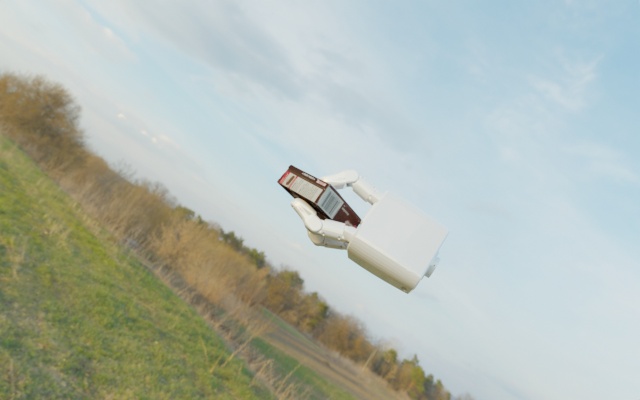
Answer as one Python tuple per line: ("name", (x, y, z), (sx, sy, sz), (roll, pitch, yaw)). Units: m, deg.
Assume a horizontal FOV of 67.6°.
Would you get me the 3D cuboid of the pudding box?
("pudding box", (0.000, 0.002, 0.712), (0.090, 0.039, 0.113), (28, -14, 40))
